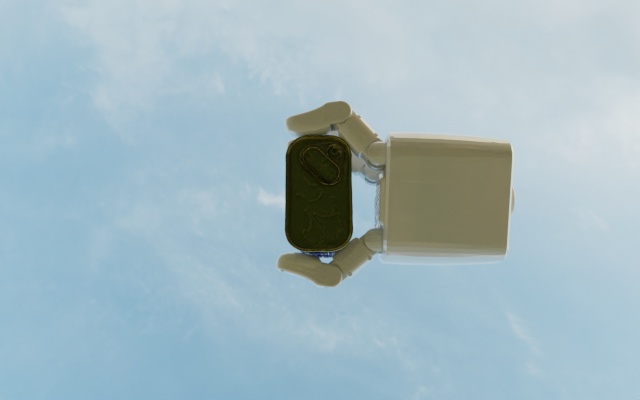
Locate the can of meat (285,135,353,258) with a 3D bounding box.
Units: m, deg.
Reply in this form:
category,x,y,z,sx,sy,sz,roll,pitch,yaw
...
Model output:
category,x,y,z,sx,sy,sz,roll,pitch,yaw
can of meat,0.000,0.002,0.444,0.057,0.102,0.084,-1,-12,2
